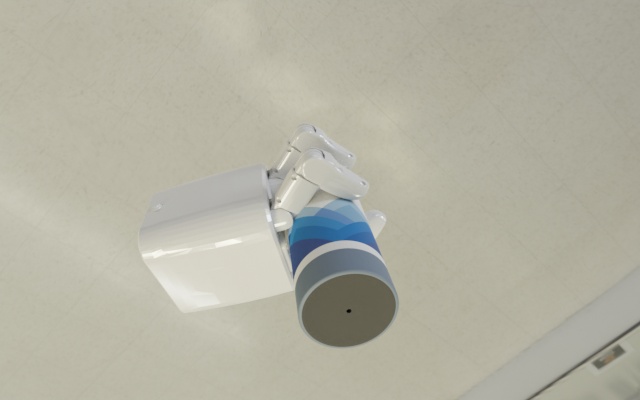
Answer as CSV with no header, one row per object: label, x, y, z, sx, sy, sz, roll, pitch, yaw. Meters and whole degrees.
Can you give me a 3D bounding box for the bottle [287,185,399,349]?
bottle,0.000,0.002,0.435,0.069,0.069,0.295,0,29,-8
